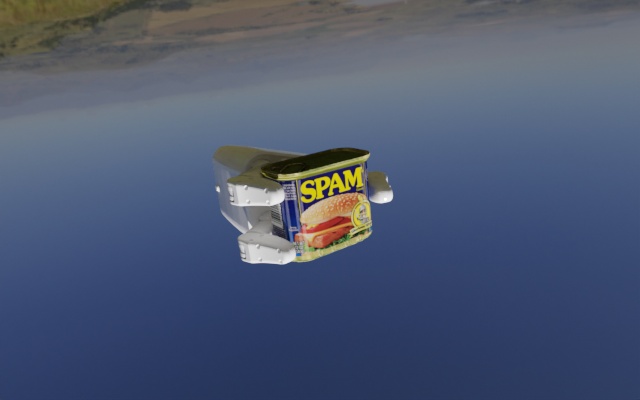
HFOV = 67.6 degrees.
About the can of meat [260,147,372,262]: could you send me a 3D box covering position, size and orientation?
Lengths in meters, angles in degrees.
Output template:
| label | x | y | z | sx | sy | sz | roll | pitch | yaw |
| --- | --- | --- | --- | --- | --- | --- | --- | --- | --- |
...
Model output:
| label | x | y | z | sx | sy | sz | roll | pitch | yaw |
| --- | --- | --- | --- | --- | --- | --- | --- | --- | --- |
| can of meat | 0.000 | 0.002 | 0.454 | 0.102 | 0.084 | 0.057 | -17 | 20 | -31 |
